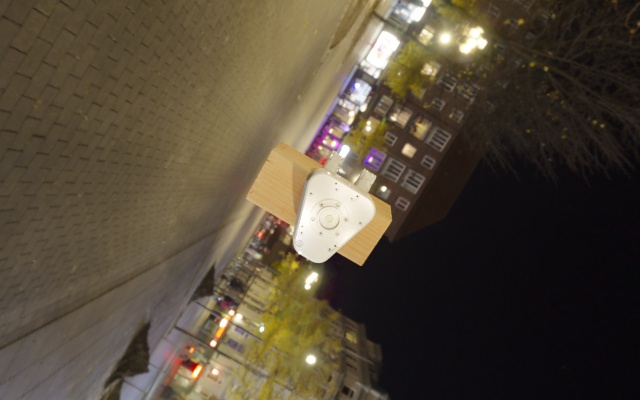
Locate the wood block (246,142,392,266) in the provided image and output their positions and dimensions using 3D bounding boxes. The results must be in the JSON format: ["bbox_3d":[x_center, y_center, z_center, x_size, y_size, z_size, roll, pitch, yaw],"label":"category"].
[{"bbox_3d":[0.000,0.003,0.756,0.206,0.091,0.090,31,16,-2],"label":"wood block"}]
